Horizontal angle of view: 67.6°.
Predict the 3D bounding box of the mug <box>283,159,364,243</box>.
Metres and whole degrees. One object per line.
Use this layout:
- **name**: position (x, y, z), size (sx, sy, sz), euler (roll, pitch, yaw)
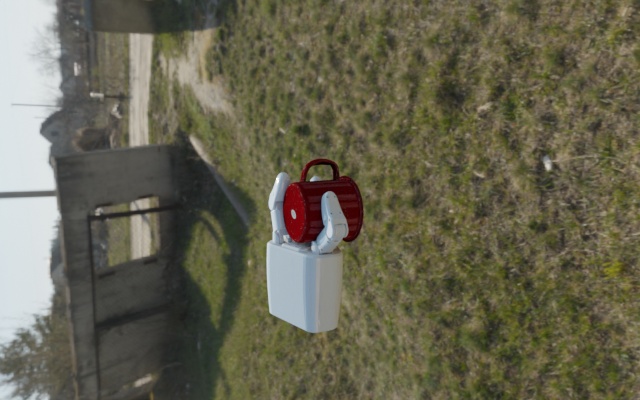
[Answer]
- **mug**: position (0.000, 0.001, 0.645), size (0.081, 0.117, 0.093), euler (-4, 9, -26)
